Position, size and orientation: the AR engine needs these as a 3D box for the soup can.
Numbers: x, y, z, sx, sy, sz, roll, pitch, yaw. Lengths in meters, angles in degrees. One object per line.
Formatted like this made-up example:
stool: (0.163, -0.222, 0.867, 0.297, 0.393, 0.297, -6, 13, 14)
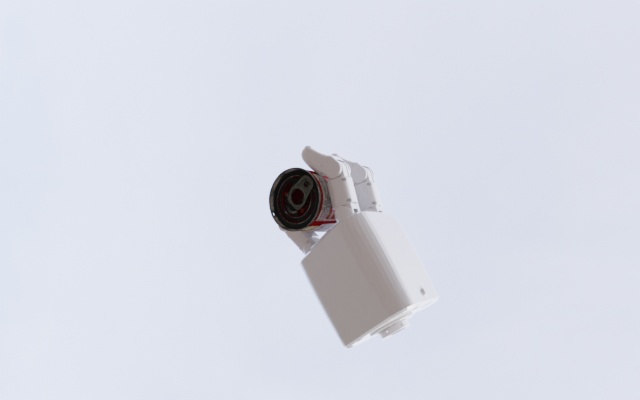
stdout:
soup can: (0.000, 0.001, 0.543, 0.068, 0.068, 0.102, 0, -3, 35)
